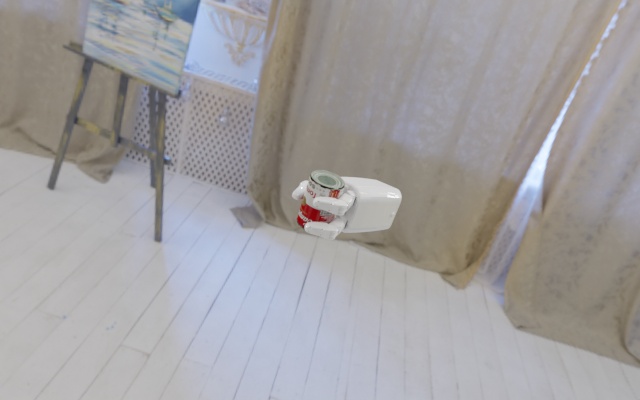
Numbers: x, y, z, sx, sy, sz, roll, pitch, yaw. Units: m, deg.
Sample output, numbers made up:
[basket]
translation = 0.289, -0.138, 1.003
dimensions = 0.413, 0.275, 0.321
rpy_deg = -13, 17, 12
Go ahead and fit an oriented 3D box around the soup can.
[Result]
[soup can]
translation = 0.000, 0.003, 0.893
dimensions = 0.068, 0.102, 0.068
rpy_deg = 14, 29, -8
